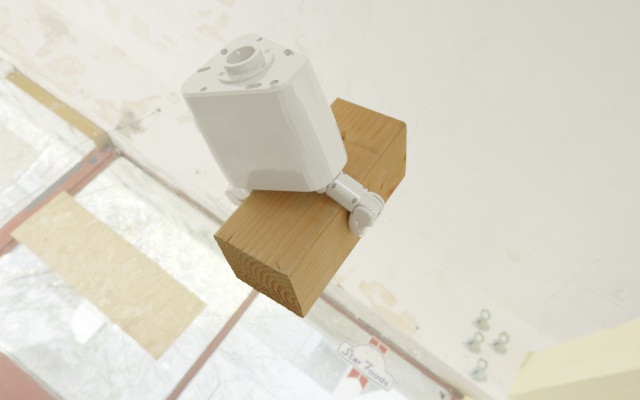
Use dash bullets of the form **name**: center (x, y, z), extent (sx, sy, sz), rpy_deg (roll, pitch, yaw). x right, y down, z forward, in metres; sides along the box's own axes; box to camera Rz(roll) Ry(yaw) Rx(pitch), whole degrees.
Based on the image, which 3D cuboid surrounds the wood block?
- **wood block**: center (0.000, 0.001, 0.492), extent (0.091, 0.206, 0.090), rpy_deg (26, -29, 25)
